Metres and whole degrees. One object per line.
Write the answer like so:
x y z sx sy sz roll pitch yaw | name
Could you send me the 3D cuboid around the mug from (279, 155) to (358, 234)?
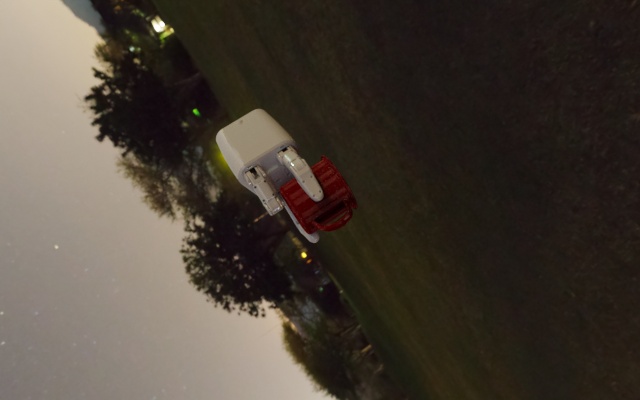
0.001 0.003 0.680 0.081 0.093 0.117 -33 48 -6 | mug
